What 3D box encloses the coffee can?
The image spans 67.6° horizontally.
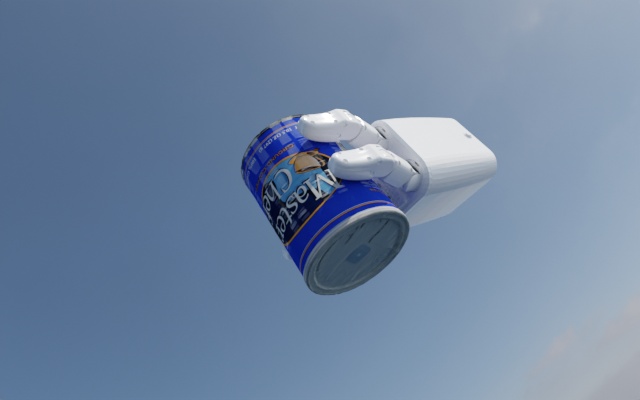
[{"bbox_3d":[0.000,0.002,0.445,0.103,0.103,0.140,0,41,-40],"label":"coffee can"}]
